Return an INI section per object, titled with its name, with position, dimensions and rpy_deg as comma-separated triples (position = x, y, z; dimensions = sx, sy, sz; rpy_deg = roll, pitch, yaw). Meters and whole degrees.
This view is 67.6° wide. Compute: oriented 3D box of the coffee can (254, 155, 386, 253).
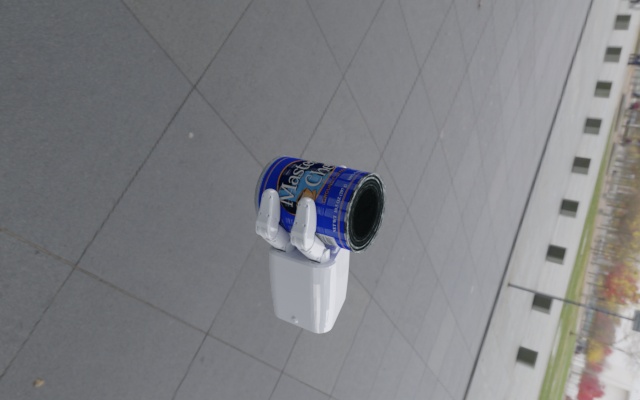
[coffee can]
position = 0.000, 0.002, 0.624
dimensions = 0.140, 0.103, 0.103
rpy_deg = 14, 7, 31
